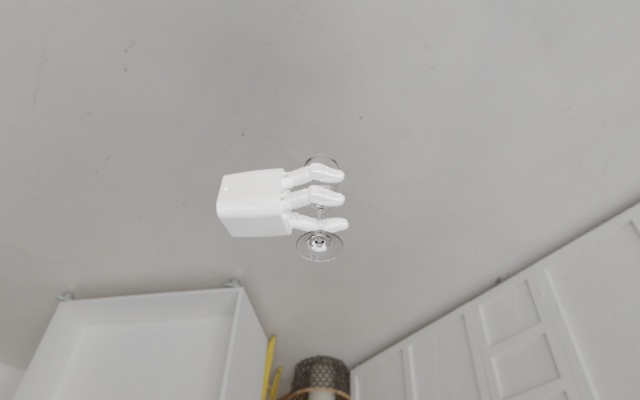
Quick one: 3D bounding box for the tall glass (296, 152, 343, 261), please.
[{"bbox_3d":[0.000,0.003,0.816,0.079,0.079,0.200,1,44,1],"label":"tall glass"}]
